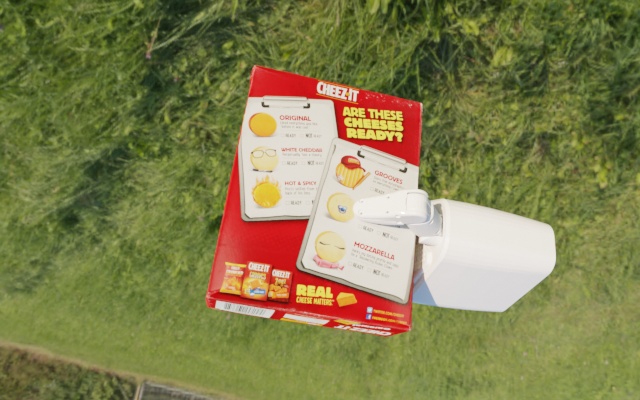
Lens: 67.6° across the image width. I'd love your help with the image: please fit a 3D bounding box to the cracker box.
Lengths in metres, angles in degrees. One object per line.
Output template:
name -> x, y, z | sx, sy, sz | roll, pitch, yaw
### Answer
cracker box -> 0.000, 0.002, 0.429 | 0.164, 0.213, 0.072 | 11, -23, -9
